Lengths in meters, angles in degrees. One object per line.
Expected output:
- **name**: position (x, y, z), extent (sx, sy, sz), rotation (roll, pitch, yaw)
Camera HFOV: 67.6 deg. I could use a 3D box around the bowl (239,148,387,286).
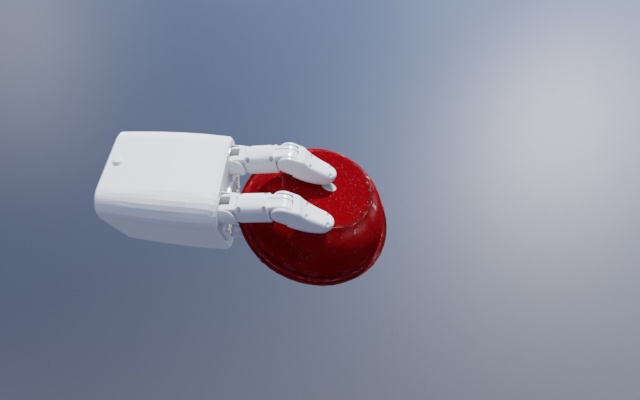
- **bowl**: position (0.001, 0.001, 0.485), extent (0.162, 0.162, 0.055), rotation (0, -32, -17)
